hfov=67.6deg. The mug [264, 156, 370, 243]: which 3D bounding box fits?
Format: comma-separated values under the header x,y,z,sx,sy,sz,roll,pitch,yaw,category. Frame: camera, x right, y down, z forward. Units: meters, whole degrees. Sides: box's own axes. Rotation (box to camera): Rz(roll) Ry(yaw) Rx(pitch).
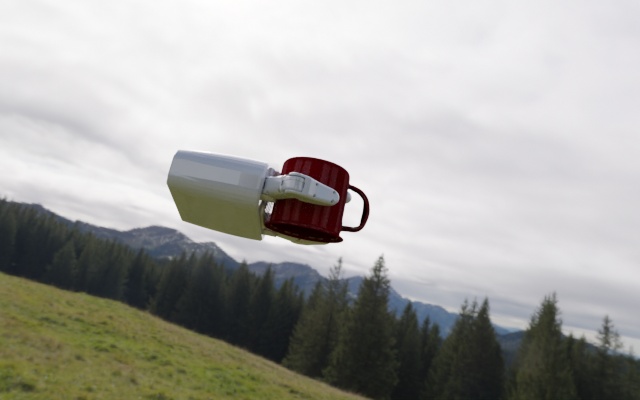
x,y,z,sx,sy,sz,roll,pitch,yaw,category
0.002,0.002,0.555,0.117,0.081,0.093,11,-13,2,mug
